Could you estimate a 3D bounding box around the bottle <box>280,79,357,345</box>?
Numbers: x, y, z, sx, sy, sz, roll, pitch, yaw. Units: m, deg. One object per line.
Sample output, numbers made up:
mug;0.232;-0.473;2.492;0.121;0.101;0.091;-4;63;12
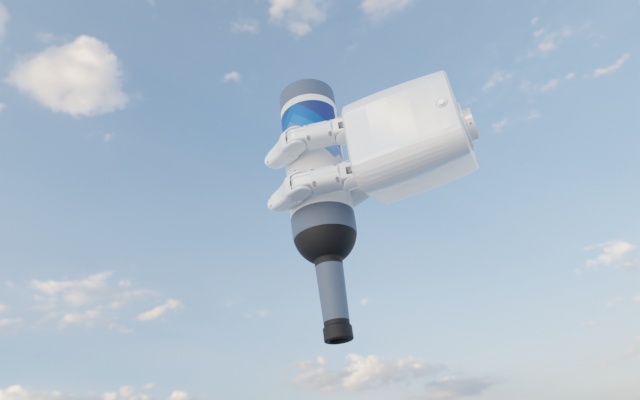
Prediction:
bottle;0.000;0.001;0.508;0.069;0.295;0.069;-6;-30;-3
